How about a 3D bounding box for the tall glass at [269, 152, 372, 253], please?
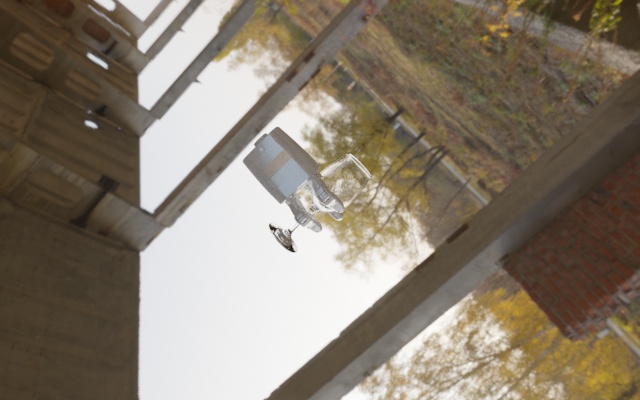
[{"bbox_3d":[0.000,0.003,0.872,0.201,0.079,0.079,-43,-11,12],"label":"tall glass"}]
